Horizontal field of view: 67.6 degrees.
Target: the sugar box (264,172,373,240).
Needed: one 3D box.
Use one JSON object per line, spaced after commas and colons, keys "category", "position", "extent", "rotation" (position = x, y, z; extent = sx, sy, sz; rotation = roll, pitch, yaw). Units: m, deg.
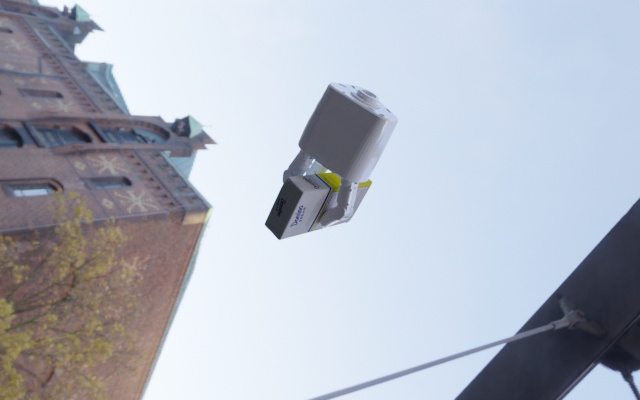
{"category": "sugar box", "position": [0.000, 0.002, 0.757], "extent": [0.176, 0.093, 0.048], "rotation": [-7, 43, -48]}
